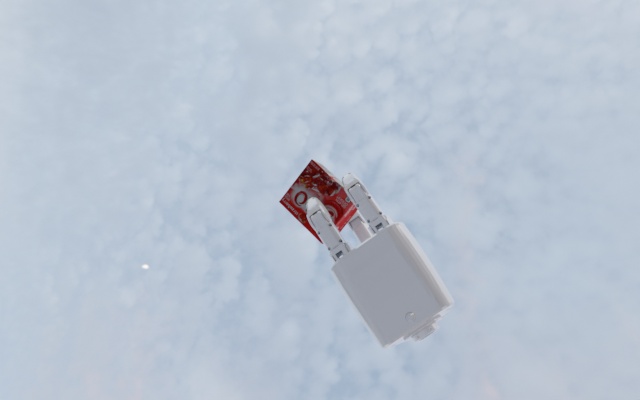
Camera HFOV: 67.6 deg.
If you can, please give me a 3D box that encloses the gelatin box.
[{"bbox_3d":[0.000,0.002,0.616,0.089,0.073,0.030,44,12,28],"label":"gelatin box"}]
